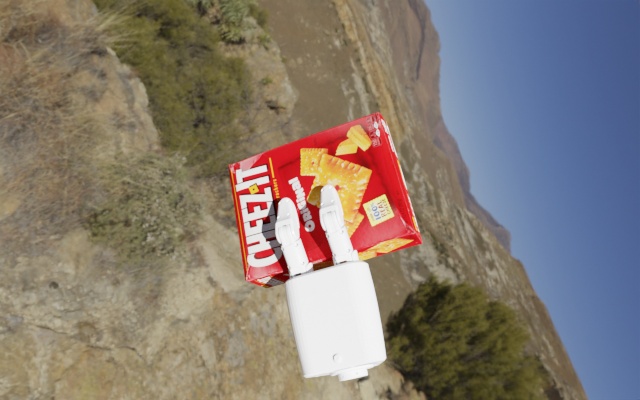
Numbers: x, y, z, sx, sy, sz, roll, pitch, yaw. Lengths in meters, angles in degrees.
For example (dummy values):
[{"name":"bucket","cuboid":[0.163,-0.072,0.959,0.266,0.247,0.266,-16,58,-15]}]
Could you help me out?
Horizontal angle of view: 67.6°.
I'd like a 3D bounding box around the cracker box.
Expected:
[{"name":"cracker box","cuboid":[0.000,0.002,0.601,0.214,0.164,0.072,-18,-22,13]}]
